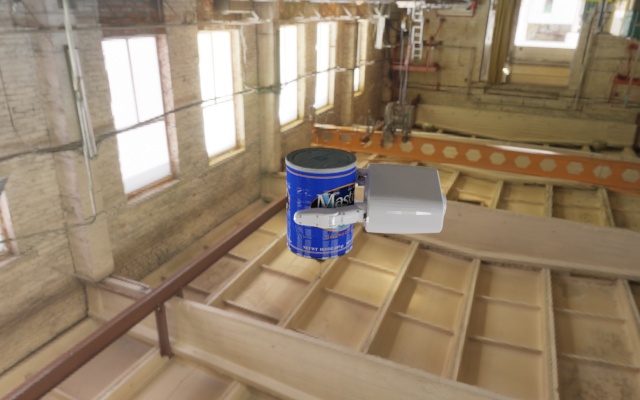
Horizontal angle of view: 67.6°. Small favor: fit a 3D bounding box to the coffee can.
[{"bbox_3d":[0.000,0.002,0.710,0.103,0.140,0.102,1,23,0],"label":"coffee can"}]
